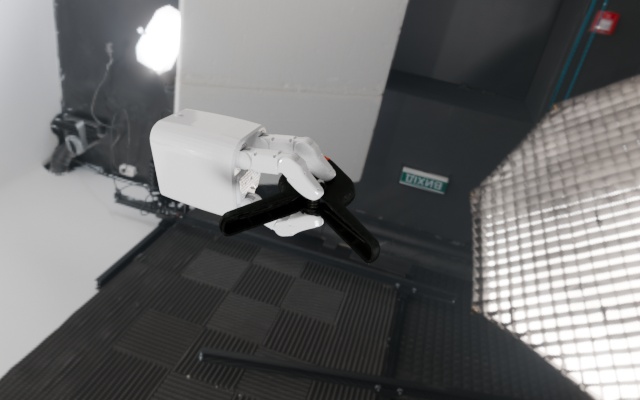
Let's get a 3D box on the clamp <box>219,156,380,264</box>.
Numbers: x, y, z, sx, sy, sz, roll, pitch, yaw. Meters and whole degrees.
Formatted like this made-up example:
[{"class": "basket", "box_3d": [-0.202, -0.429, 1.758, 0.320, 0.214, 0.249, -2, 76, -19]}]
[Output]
[{"class": "clamp", "box_3d": [0.000, 0.002, 0.556, 0.164, 0.036, 0.210, 15, 28, 10]}]
